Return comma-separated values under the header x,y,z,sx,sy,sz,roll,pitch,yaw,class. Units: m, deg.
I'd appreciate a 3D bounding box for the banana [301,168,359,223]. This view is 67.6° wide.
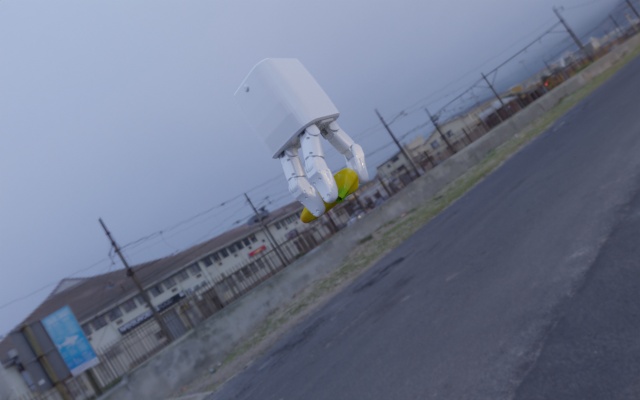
x,y,z,sx,sy,sz,roll,pitch,yaw,class
0.015,-0.009,0.703,0.069,0.037,0.198,-37,-1,-19,banana
